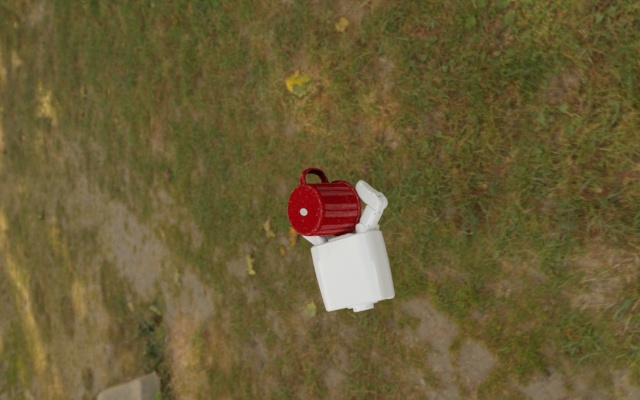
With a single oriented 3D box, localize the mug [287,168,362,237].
[{"bbox_3d":[0.000,0.001,0.750,0.081,0.117,0.093,-2,-19,-44],"label":"mug"}]
